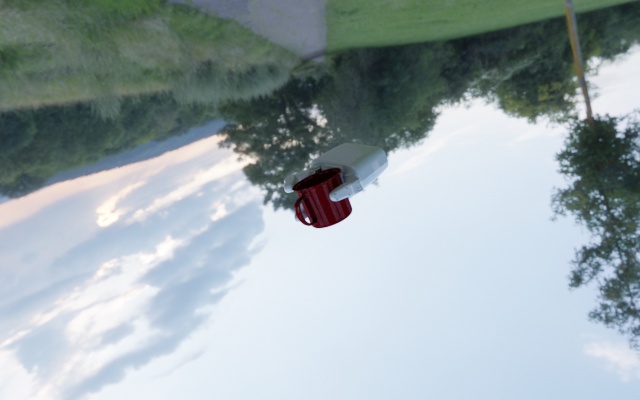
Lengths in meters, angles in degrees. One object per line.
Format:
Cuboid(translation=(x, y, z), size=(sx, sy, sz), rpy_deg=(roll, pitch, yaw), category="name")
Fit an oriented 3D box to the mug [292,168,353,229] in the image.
Cuboid(translation=(-0.001, 0.004, 0.846), size=(0.093, 0.081, 0.117), rpy_deg=(-7, 21, 44), category="mug")
